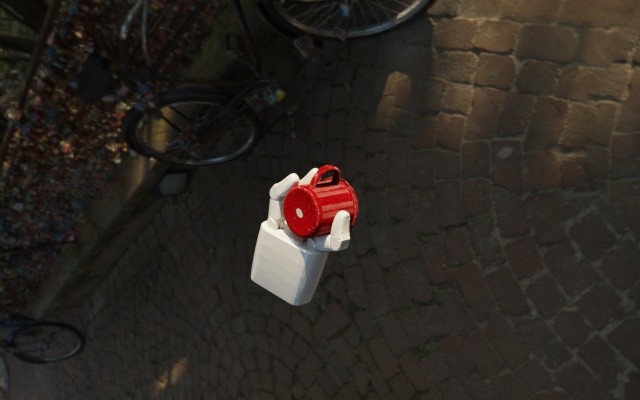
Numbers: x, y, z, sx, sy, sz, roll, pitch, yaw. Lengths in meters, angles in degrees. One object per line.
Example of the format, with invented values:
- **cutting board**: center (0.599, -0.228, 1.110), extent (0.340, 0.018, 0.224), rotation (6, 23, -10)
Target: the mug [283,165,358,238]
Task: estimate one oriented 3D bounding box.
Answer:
- **mug**: center (0.000, 0.001, 0.734), extent (0.081, 0.117, 0.093), rotation (-10, 33, -46)
